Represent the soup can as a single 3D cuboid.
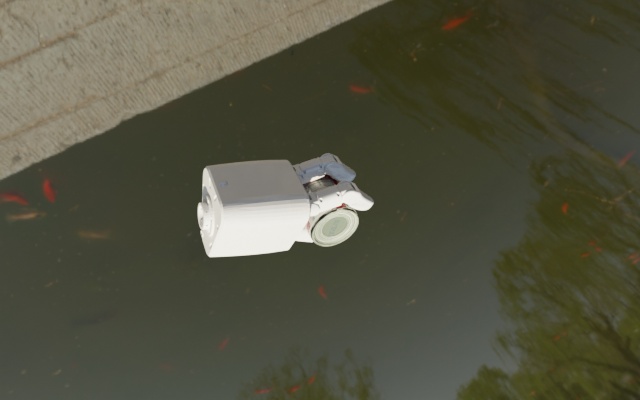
[{"bbox_3d":[0.001,0.002,0.635,0.068,0.068,0.102,0,41,-30],"label":"soup can"}]
